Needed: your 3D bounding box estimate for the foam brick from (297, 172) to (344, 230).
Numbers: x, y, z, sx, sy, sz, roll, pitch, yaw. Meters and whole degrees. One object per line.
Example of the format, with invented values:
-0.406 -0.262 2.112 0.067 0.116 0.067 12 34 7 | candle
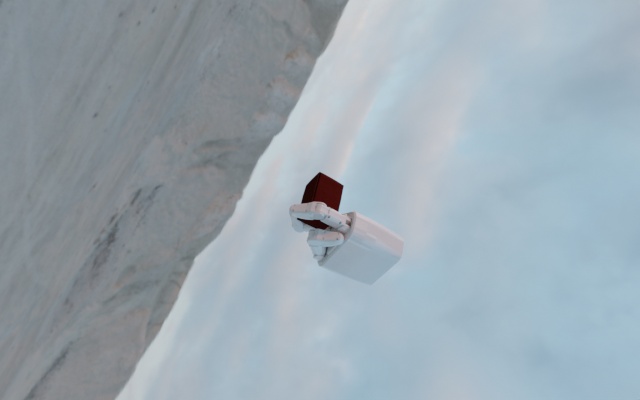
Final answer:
0.000 0.002 0.820 0.051 0.078 0.053 26 -35 -18 | foam brick
